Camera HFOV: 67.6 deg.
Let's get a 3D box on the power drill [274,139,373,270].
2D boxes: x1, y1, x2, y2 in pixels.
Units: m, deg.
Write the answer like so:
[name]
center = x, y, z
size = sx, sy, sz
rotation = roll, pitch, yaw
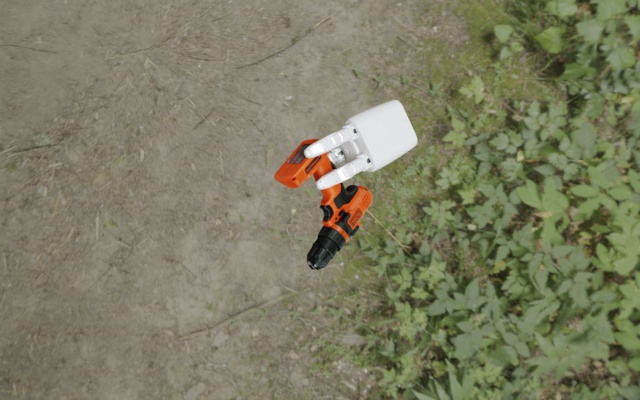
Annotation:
[power drill]
center = 0.000, 0.002, 0.827
size = 0.057, 0.184, 0.188
rotation = 6, -39, 45
